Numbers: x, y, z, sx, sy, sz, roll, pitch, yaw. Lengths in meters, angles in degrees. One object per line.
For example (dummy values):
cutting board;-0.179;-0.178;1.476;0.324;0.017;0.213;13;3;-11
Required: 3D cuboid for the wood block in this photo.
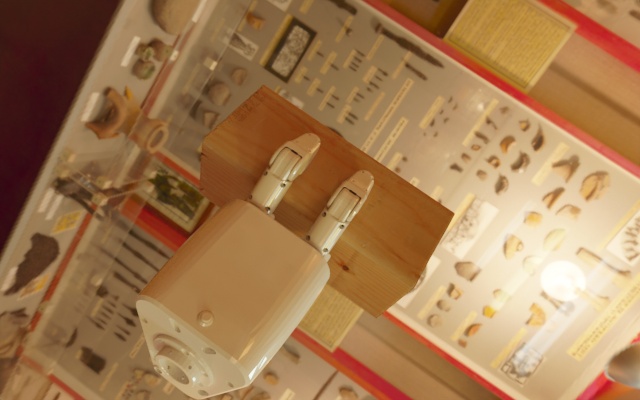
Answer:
wood block;0.000;0.002;0.437;0.206;0.090;0.091;35;-33;5
